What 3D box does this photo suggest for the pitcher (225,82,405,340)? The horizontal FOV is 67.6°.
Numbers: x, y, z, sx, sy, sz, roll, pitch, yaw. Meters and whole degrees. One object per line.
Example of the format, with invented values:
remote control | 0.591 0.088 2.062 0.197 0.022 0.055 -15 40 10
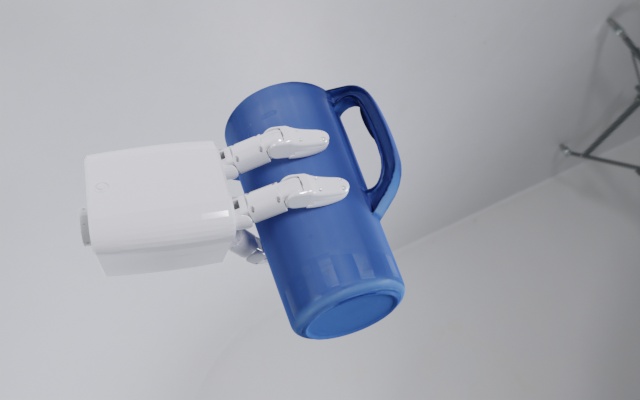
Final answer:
pitcher | 0.000 0.002 0.479 0.145 0.242 0.149 -6 -35 -23
